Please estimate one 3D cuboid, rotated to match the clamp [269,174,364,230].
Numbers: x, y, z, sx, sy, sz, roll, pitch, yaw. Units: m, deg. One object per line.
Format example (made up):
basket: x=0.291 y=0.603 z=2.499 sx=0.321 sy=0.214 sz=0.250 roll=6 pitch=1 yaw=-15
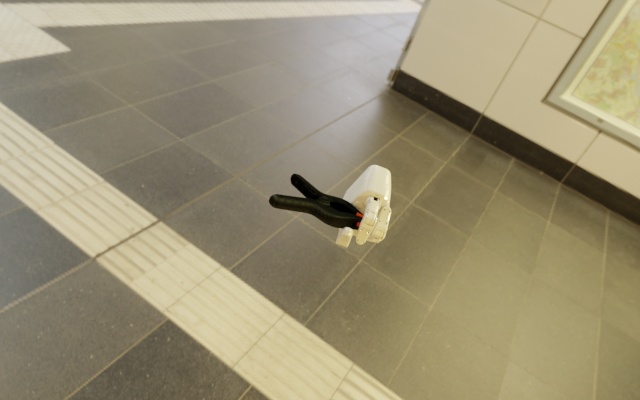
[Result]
clamp: x=0.000 y=0.002 z=0.869 sx=0.171 sy=0.039 sz=0.120 roll=21 pitch=35 yaw=-1
